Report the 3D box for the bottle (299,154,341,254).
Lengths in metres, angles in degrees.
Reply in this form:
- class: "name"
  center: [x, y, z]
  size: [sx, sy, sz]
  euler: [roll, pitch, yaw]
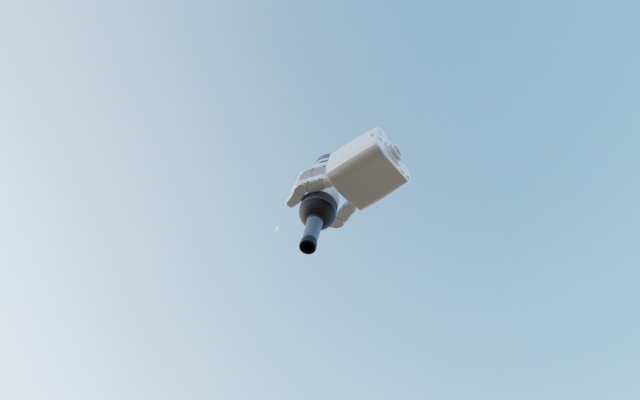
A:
- class: "bottle"
  center: [0.000, 0.003, 0.871]
  size: [0.069, 0.069, 0.295]
  euler: [0, 29, 9]
